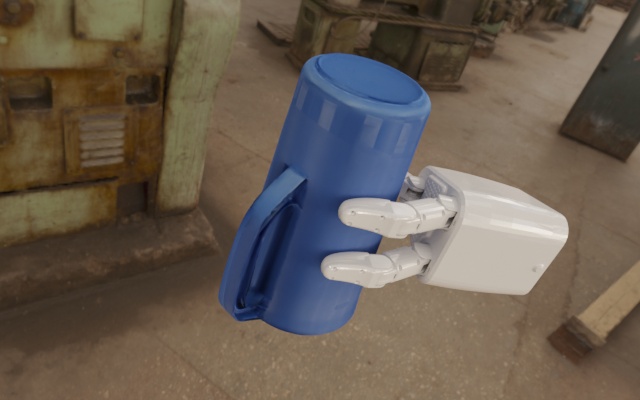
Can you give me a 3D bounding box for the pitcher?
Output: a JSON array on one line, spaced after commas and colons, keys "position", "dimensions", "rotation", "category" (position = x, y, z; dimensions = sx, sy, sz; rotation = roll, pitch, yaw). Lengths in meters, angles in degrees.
[{"position": [0.000, 0.001, 0.433], "dimensions": [0.145, 0.243, 0.149], "rotation": [12, 34, -10], "category": "pitcher"}]
